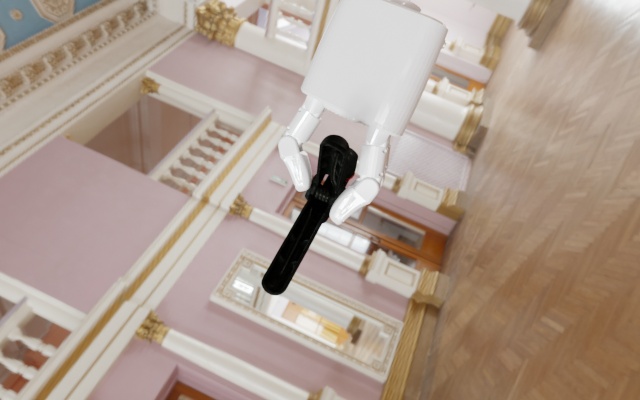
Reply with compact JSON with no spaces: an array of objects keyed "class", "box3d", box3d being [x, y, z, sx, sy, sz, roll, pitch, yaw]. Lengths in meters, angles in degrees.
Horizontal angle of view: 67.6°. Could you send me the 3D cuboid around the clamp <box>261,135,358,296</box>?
[{"class":"clamp","box3d":[0.000,0.001,0.508,0.036,0.164,0.210,27,15,5]}]
